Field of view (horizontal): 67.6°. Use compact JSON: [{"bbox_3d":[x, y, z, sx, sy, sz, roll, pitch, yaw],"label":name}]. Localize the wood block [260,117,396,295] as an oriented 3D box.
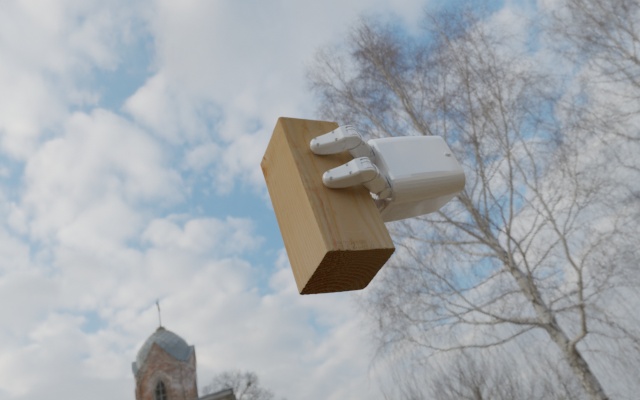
[{"bbox_3d":[0.000,0.002,0.590,0.090,0.206,0.091,0,-41,-27],"label":"wood block"}]
